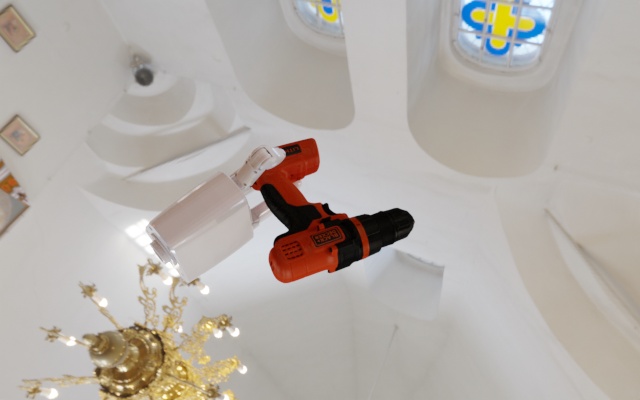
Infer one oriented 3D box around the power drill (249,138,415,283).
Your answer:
[{"bbox_3d":[0.000,0.002,0.598,0.184,0.057,0.187,-17,50,-20],"label":"power drill"}]
